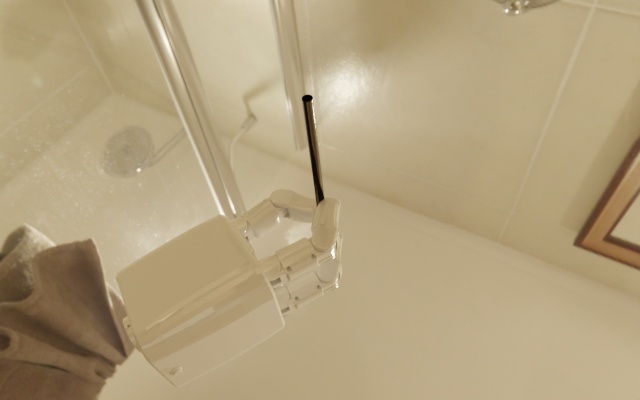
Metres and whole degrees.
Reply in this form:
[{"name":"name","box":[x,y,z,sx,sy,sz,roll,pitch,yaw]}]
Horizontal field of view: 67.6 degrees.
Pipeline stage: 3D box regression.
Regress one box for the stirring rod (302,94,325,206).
[{"name":"stirring rod","box":[0.000,0.001,0.428,0.011,0.011,0.240,0,-37,6]}]
